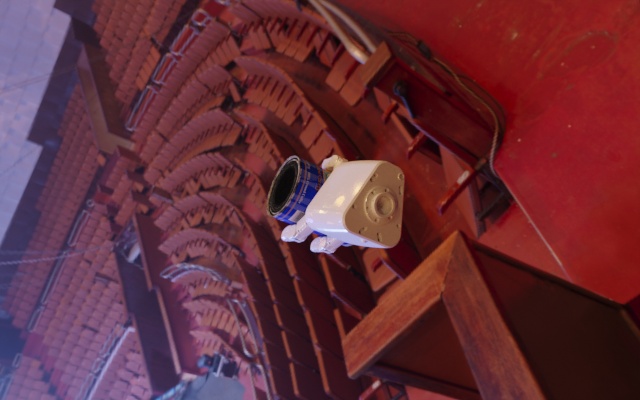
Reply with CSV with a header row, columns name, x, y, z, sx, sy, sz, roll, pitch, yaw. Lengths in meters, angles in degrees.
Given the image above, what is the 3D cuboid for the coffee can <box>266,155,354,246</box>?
name,x,y,z,sx,sy,sz,roll,pitch,yaw
coffee can,0.000,0.002,0.760,0.140,0.103,0.103,23,-10,-25
